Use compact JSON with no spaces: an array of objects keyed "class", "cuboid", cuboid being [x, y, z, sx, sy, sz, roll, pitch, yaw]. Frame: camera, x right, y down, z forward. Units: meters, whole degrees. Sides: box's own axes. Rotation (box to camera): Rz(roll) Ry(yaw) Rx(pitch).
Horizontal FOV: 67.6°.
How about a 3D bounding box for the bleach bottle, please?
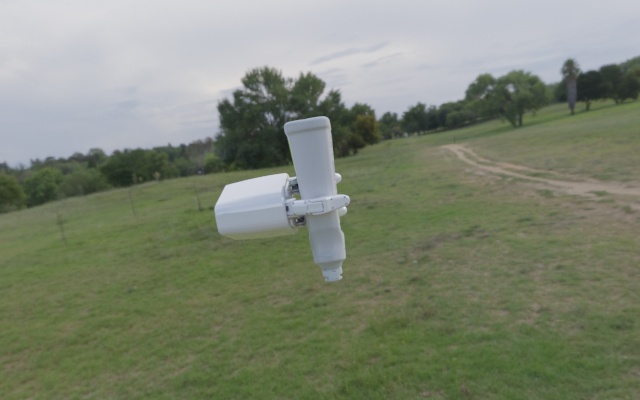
[{"class":"bleach bottle","cuboid":[0.000,0.002,0.735,0.068,0.251,0.102,-9,6,4]}]
